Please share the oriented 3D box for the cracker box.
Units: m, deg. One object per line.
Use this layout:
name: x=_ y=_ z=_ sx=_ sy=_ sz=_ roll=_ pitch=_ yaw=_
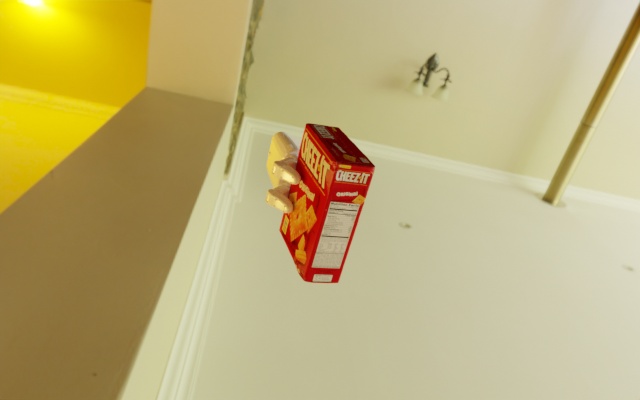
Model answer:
cracker box: x=0.000 y=0.003 z=0.786 sx=0.072 sy=0.214 sz=0.164 roll=4 pitch=27 yaw=-22
